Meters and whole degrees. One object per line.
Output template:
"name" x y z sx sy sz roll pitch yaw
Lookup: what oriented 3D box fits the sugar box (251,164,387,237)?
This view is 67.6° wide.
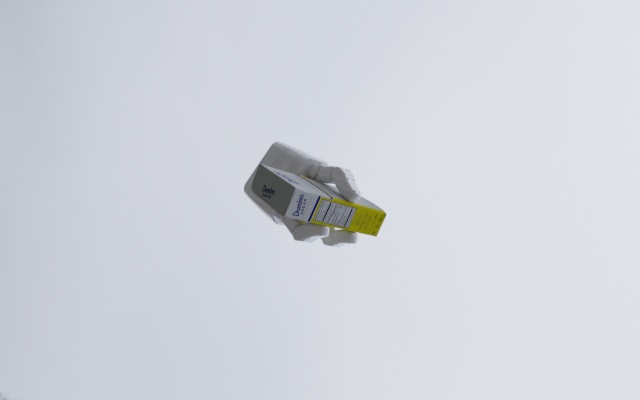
"sugar box" 0.000 0.003 0.659 0.176 0.048 0.093 12 15 -40
